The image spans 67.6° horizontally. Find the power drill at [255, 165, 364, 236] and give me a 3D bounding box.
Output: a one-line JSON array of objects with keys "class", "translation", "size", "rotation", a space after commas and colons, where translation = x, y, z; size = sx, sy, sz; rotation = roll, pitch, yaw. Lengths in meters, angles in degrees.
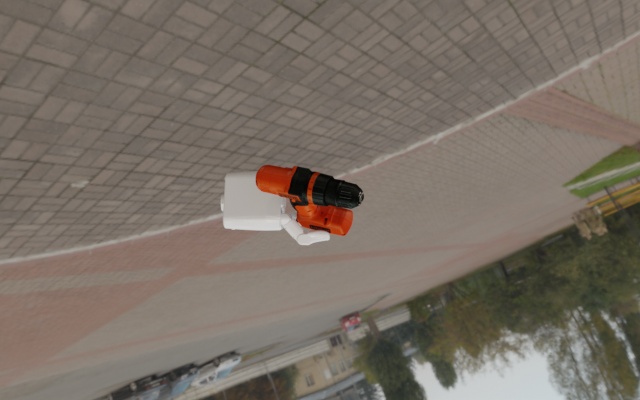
[{"class": "power drill", "translation": [0.000, 0.003, 0.821], "size": [0.184, 0.057, 0.188], "rotation": [14, -18, 22]}]
